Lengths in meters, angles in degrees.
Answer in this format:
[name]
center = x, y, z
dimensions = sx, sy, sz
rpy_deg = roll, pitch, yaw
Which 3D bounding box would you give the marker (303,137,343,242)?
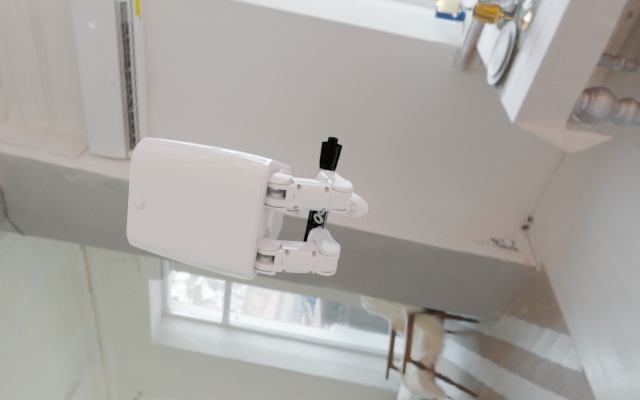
[marker]
center = 0.000, 0.001, 0.437
dimensions = 0.020, 0.121, 0.020
rpy_deg = 10, 18, -3
